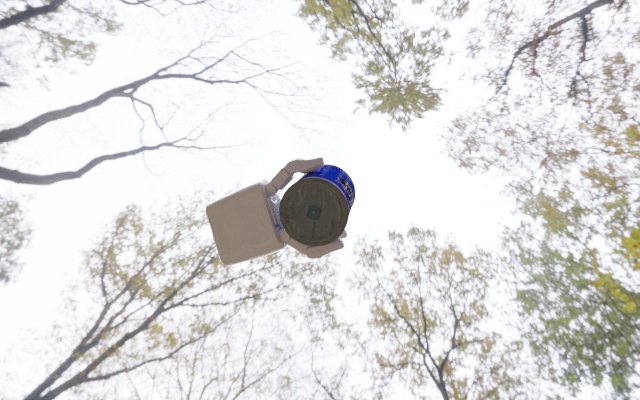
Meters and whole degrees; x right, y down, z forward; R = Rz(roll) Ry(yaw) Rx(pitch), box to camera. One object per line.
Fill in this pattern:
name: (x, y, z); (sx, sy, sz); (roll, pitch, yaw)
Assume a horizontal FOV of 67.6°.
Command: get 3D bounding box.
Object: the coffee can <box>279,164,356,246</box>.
coffee can: (0.000, 0.002, 0.754); (0.103, 0.103, 0.140); (0, 13, 9)
